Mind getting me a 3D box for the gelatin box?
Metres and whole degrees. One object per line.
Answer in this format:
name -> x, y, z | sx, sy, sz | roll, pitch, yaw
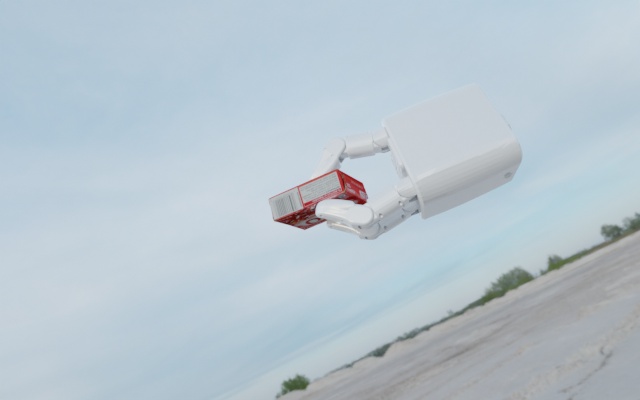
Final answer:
gelatin box -> 0.000, 0.001, 0.524 | 0.089, 0.030, 0.073 | -22, -19, 20
